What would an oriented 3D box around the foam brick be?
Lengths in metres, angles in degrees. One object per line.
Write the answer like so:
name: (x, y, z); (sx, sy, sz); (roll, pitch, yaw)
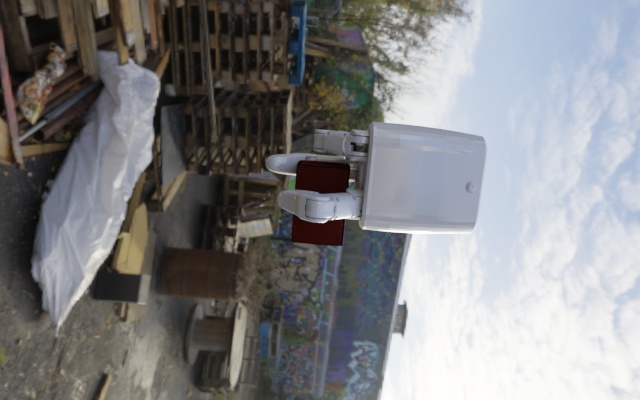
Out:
foam brick: (0.000, 0.002, 0.472); (0.051, 0.078, 0.053); (5, 10, -1)
